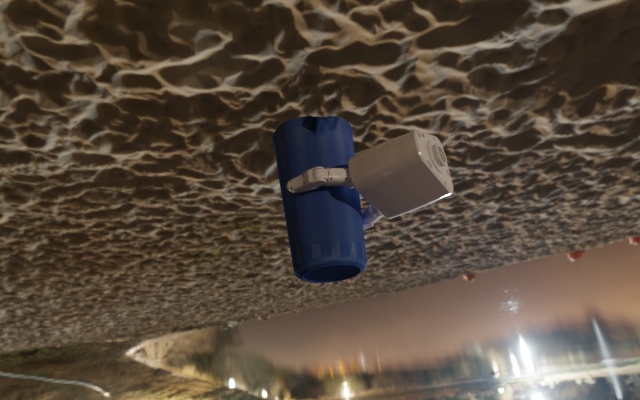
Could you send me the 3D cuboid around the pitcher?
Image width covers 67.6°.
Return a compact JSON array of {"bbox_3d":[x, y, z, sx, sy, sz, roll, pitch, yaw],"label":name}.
[{"bbox_3d":[0.000,0.002,0.749,0.145,0.242,0.149,-22,-29,29],"label":"pitcher"}]
